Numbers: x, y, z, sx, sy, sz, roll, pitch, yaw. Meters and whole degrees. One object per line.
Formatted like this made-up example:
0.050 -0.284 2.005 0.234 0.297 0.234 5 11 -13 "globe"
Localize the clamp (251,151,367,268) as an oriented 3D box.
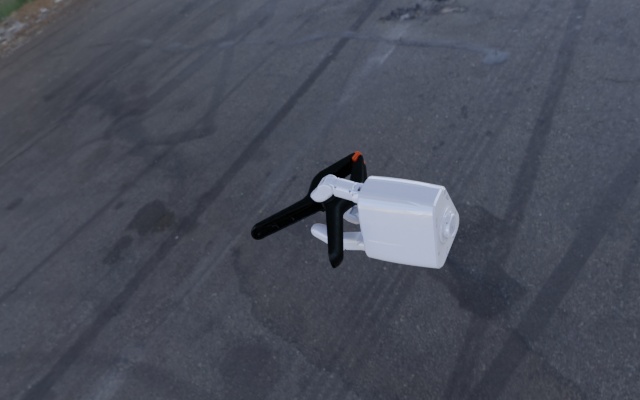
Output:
0.000 0.001 0.727 0.164 0.210 0.036 9 -39 31 "clamp"
